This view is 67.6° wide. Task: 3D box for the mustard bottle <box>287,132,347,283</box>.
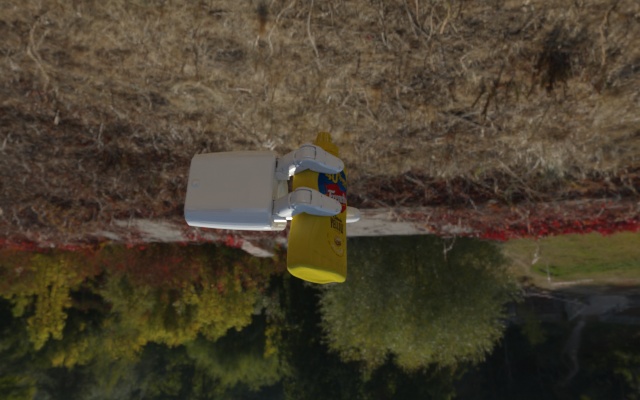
[{"bbox_3d":[0.000,0.002,0.600,0.058,0.191,0.096,-10,-24,29],"label":"mustard bottle"}]
